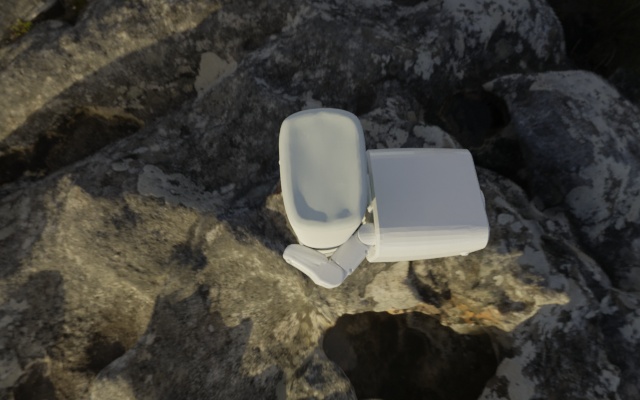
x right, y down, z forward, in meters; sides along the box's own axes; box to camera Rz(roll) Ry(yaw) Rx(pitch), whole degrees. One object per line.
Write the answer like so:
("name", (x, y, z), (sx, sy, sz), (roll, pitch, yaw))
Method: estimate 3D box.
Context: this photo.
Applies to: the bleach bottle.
("bleach bottle", (0.000, 0.002, 0.484), (0.068, 0.102, 0.251), (-3, -11, -2))
